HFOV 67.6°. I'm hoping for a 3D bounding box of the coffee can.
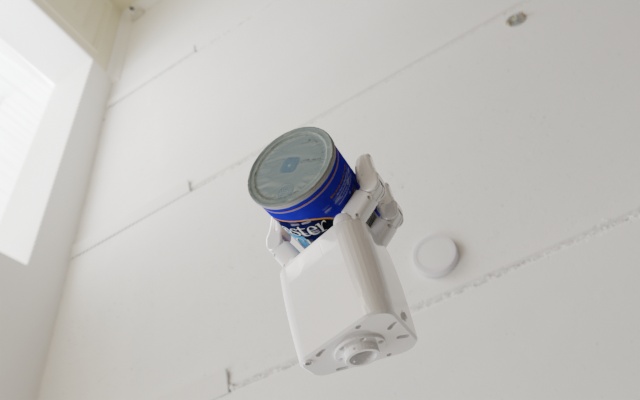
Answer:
[{"bbox_3d":[0.000,0.002,0.535,0.103,0.102,0.140,0,-34,34],"label":"coffee can"}]
